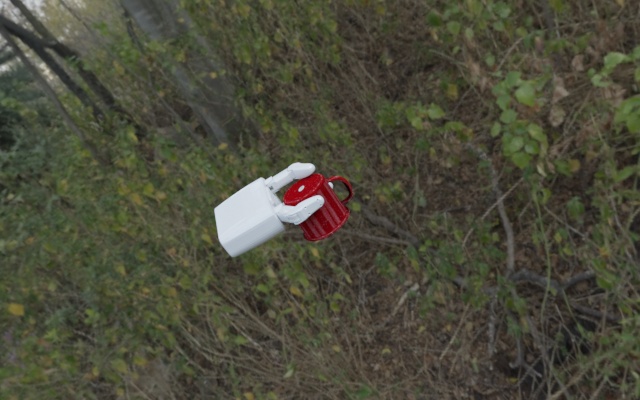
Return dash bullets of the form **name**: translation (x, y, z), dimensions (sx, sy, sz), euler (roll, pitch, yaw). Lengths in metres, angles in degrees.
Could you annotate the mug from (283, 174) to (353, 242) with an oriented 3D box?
- **mug**: translation (0.001, 0.002, 0.811), dimensions (0.117, 0.081, 0.093), euler (-32, 24, 4)
